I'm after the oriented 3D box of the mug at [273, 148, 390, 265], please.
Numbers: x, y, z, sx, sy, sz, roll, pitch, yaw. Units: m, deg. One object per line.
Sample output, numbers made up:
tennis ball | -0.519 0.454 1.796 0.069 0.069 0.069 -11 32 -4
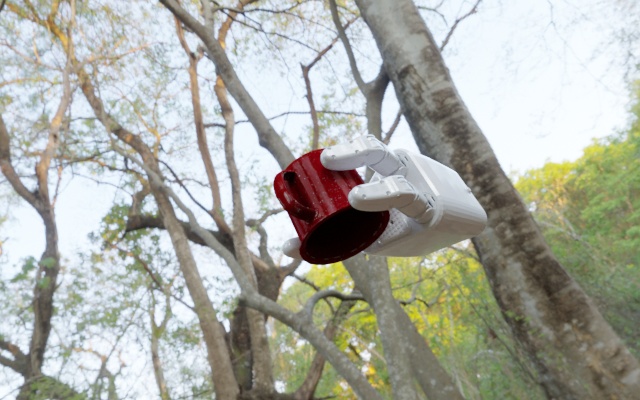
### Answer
mug | -0.001 0.001 0.460 0.117 0.081 0.093 14 -52 -45
